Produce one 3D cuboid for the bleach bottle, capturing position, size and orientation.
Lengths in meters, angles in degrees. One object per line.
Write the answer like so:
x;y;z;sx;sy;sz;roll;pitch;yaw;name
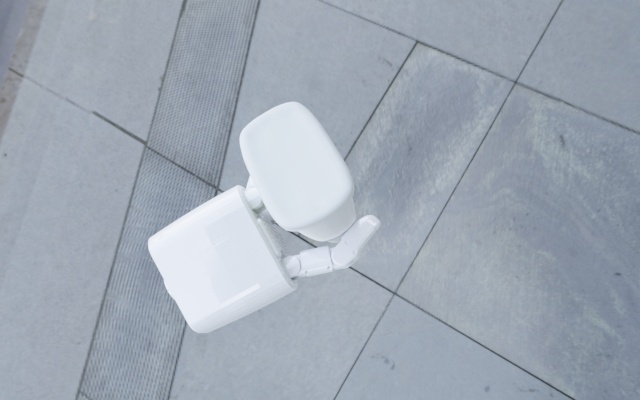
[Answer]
0.000;0.001;0.472;0.068;0.102;0.251;-29;-18;2;bleach bottle
